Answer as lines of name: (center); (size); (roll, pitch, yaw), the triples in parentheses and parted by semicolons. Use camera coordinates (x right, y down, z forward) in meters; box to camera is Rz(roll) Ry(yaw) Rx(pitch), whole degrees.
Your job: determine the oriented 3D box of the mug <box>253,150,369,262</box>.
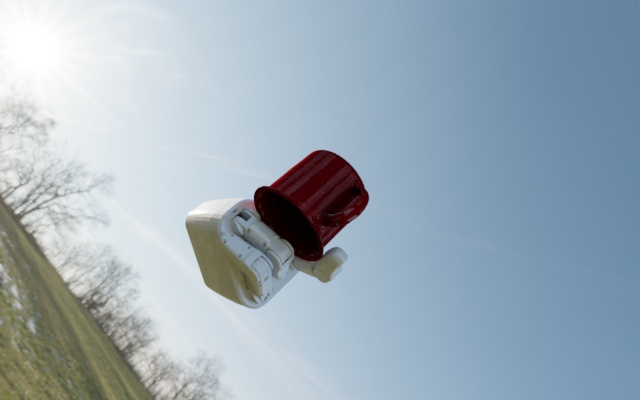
mug: (0.001, 0.001, 0.479); (0.081, 0.093, 0.117); (-42, 25, -30)
